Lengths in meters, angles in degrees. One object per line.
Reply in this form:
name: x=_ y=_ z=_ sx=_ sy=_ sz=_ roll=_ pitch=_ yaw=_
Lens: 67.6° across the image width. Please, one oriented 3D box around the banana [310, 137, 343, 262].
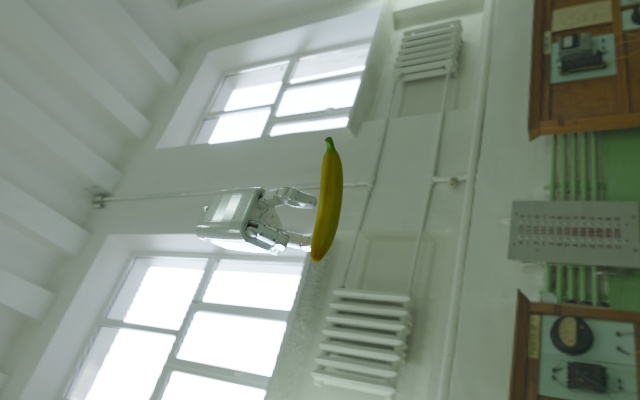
banana: x=0.009 y=0.003 z=0.770 sx=0.037 sy=0.197 sz=0.069 roll=0 pitch=-11 yaw=29
